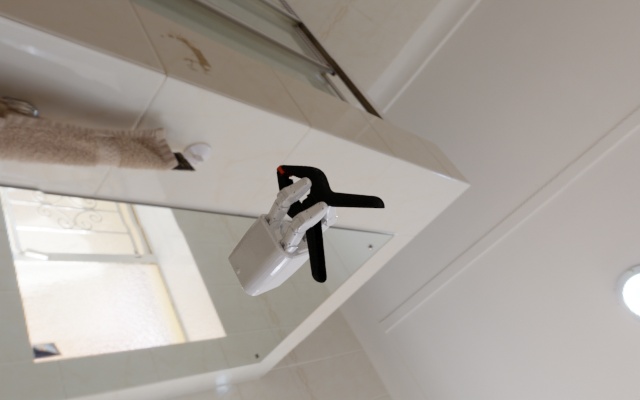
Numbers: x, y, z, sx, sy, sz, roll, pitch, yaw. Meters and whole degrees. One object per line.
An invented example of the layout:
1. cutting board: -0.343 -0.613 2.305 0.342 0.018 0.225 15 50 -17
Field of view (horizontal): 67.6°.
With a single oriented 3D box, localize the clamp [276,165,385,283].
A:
1. clamp: 0.000 0.002 0.770 0.164 0.210 0.036 -46 -33 18
